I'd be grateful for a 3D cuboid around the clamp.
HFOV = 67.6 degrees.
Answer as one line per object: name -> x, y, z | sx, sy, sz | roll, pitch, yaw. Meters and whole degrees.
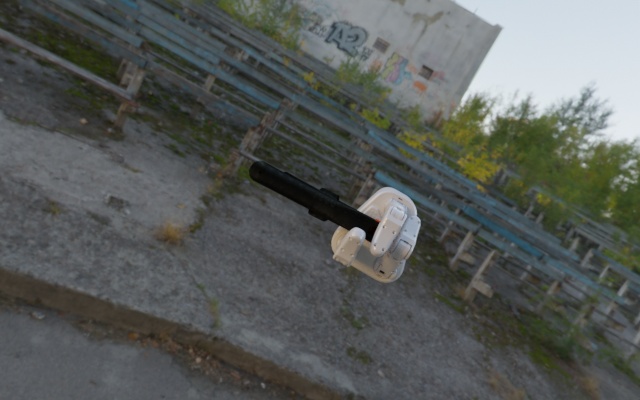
clamp -> 0.001, 0.001, 0.582 | 0.171, 0.039, 0.120 | 30, 8, 3
